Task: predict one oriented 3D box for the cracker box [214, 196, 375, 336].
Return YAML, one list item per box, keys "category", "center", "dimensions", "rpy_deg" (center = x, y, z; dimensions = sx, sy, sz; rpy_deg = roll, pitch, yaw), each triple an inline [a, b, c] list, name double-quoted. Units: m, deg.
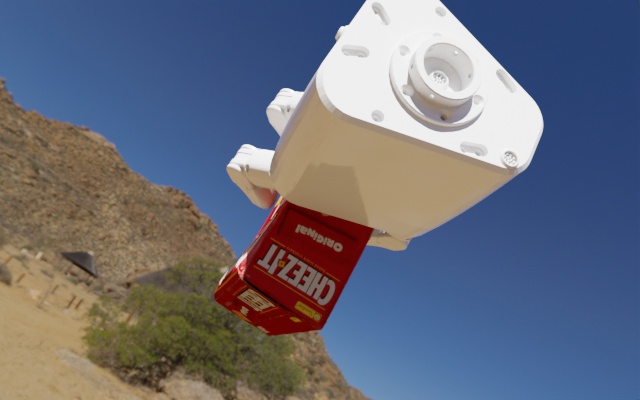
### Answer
- category: "cracker box"
  center: [0.000, 0.001, 0.404]
  dimensions: [0.072, 0.213, 0.164]
  rpy_deg: [34, -24, -5]
